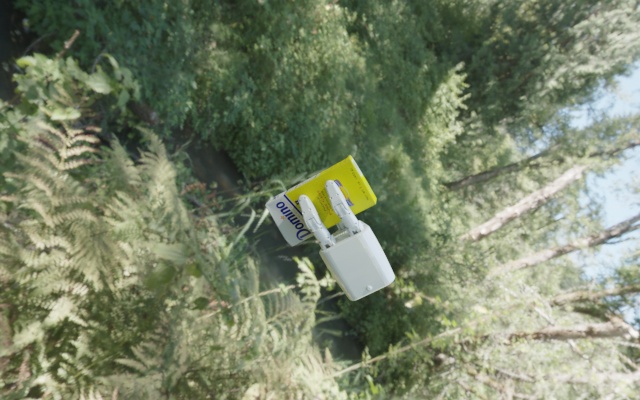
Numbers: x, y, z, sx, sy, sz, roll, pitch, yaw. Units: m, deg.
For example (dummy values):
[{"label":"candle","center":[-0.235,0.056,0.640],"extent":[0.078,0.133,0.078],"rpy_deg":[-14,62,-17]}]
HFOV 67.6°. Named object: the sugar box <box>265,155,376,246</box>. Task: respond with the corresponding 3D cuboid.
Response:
[{"label":"sugar box","center":[0.000,0.003,0.847],"extent":[0.176,0.093,0.048],"rpy_deg":[-29,9,12]}]
